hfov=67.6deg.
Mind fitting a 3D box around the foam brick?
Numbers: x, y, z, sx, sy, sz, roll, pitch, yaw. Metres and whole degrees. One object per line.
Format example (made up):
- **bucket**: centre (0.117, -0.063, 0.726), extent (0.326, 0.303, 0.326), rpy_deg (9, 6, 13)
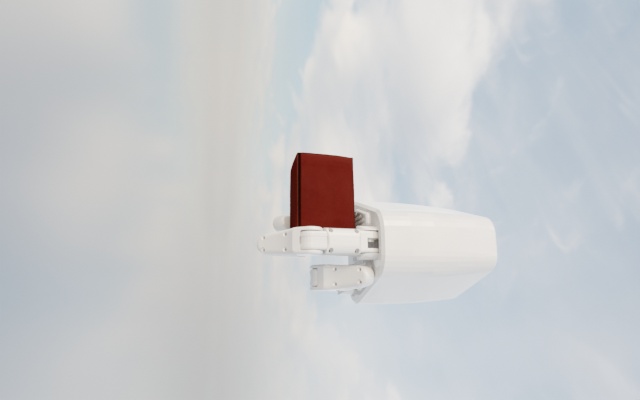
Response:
- **foam brick**: centre (0.000, 0.001, 0.439), extent (0.051, 0.078, 0.053), rpy_deg (2, -12, -11)
